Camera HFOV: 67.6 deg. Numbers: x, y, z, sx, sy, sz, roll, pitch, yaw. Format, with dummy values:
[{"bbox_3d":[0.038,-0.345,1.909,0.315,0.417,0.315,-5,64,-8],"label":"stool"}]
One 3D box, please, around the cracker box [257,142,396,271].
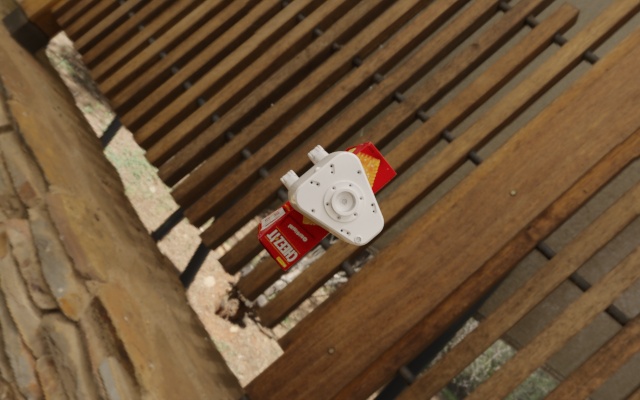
[{"bbox_3d":[0.000,0.002,0.752,0.213,0.072,0.164,-40,6,-3],"label":"cracker box"}]
